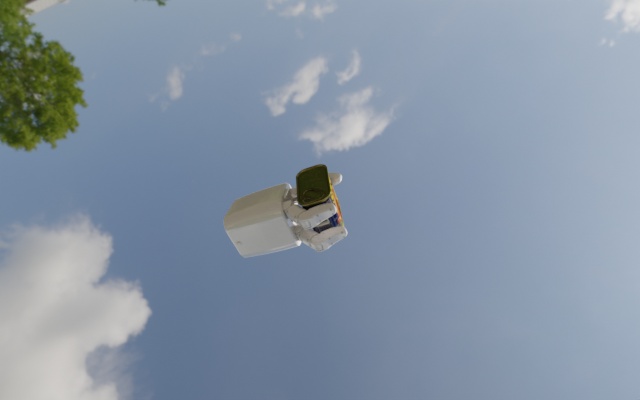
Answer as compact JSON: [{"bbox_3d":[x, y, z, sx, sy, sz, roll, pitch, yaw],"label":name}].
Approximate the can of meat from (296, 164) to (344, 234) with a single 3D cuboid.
[{"bbox_3d":[0.000,0.003,0.811,0.057,0.084,0.102,-18,37,8],"label":"can of meat"}]
